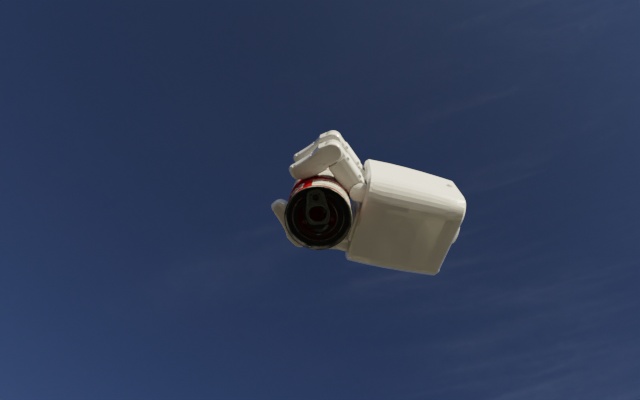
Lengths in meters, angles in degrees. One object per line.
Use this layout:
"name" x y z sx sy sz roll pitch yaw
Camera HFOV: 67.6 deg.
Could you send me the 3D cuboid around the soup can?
"soup can" 0.000 0.002 0.520 0.068 0.068 0.102 0 19 3
